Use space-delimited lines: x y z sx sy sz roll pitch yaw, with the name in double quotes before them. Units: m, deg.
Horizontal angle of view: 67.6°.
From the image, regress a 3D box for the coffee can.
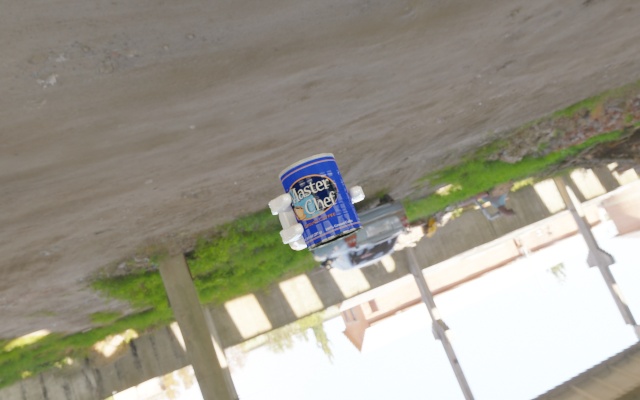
"coffee can" 0.000 0.002 0.822 0.103 0.140 0.103 -21 -9 -4
